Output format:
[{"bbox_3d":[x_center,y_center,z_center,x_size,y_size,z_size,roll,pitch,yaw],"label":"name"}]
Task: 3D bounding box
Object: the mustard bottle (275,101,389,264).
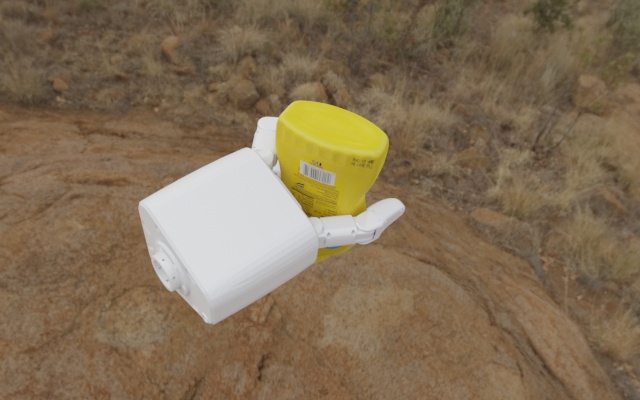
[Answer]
[{"bbox_3d":[0.000,0.001,0.466,0.096,0.192,0.058,21,48,11],"label":"mustard bottle"}]
